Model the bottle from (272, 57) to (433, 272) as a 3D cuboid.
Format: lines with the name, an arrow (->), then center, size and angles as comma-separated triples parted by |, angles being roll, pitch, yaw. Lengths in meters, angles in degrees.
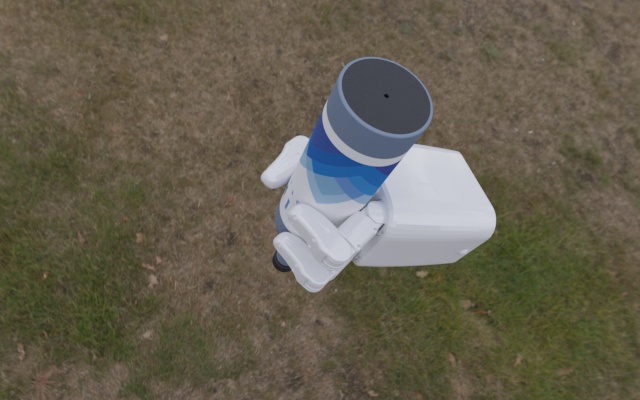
bottle -> 0.000, 0.001, 0.429 | 0.069, 0.069, 0.296 | 0, -28, -19
